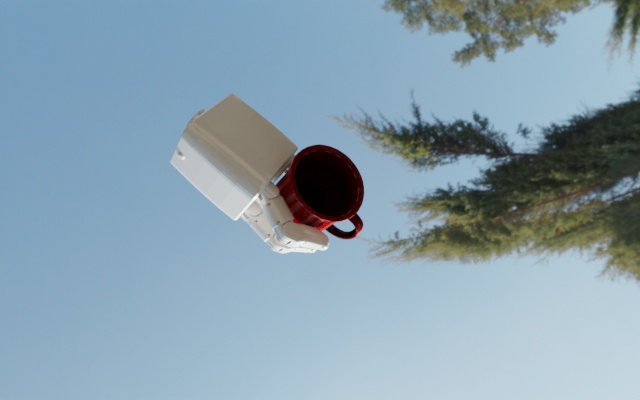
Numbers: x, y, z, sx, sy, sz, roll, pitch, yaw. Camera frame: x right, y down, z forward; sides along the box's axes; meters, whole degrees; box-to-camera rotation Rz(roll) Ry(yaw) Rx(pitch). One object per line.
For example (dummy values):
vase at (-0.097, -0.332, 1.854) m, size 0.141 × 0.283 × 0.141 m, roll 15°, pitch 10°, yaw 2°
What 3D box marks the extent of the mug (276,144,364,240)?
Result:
mug at (0.001, 0.003, 0.563) m, size 0.093 × 0.117 × 0.081 m, roll -53°, pitch 8°, yaw -34°
